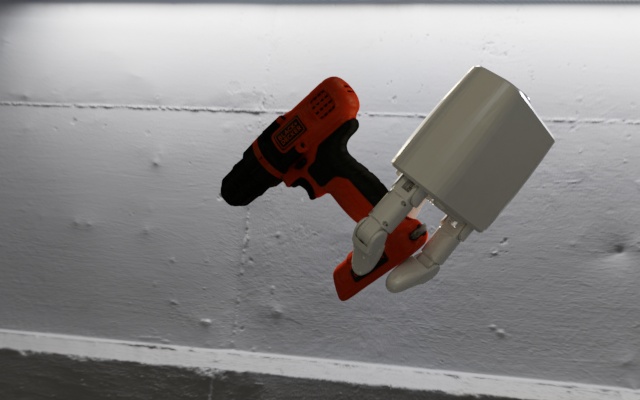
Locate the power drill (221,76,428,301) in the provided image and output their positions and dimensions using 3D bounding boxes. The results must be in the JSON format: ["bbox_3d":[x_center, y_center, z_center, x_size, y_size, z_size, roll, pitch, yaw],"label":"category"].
[{"bbox_3d":[0.001,0.002,0.475,0.184,0.187,0.057,-39,-8,27],"label":"power drill"}]
